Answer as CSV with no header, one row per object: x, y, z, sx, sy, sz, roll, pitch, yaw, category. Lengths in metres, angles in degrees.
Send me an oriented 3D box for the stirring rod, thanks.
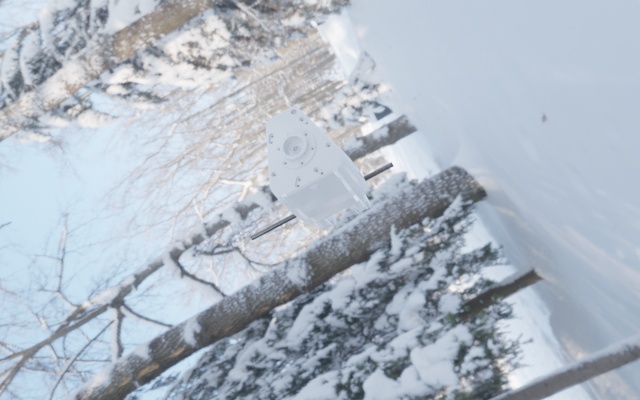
0.000,0.002,0.713,0.239,0.011,0.011,-28,-4,8,stirring rod
